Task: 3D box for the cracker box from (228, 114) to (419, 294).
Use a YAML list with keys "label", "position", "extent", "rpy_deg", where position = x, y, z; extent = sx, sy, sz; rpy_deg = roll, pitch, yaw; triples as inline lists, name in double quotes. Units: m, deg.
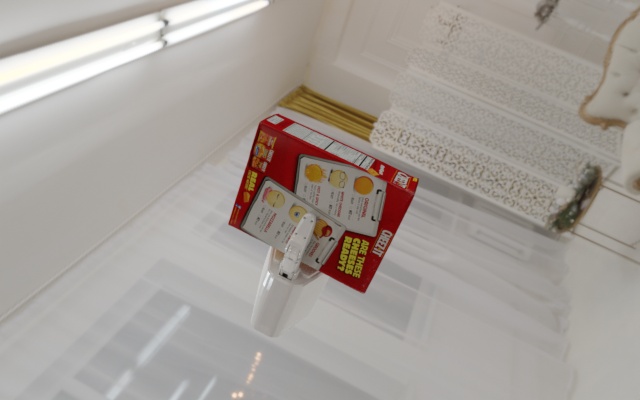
- label: "cracker box"
  position: [0.000, 0.002, 0.643]
  extent: [0.213, 0.164, 0.072]
  rpy_deg: [26, 28, 7]
